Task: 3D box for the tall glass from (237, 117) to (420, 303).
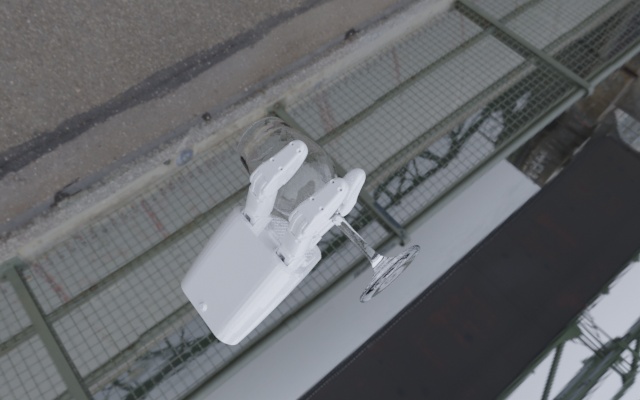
[{"bbox_3d":[0.001,0.002,0.472,0.201,0.079,0.079,46,21,22],"label":"tall glass"}]
